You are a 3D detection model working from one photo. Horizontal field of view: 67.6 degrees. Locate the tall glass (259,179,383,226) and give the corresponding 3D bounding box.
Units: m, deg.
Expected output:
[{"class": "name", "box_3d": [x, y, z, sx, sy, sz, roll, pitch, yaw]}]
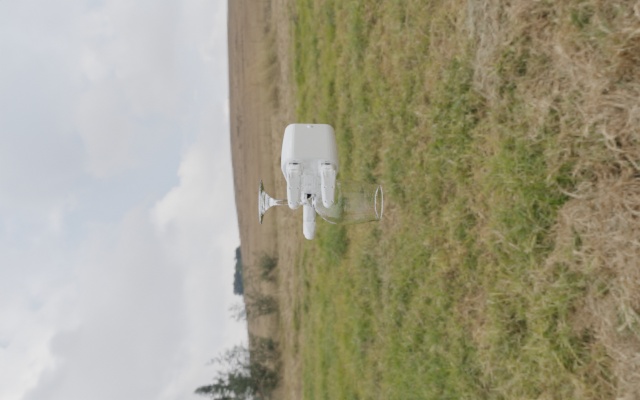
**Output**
[{"class": "tall glass", "box_3d": [-0.001, 0.003, 0.800, 0.201, 0.079, 0.079, 0, 0, -3]}]
